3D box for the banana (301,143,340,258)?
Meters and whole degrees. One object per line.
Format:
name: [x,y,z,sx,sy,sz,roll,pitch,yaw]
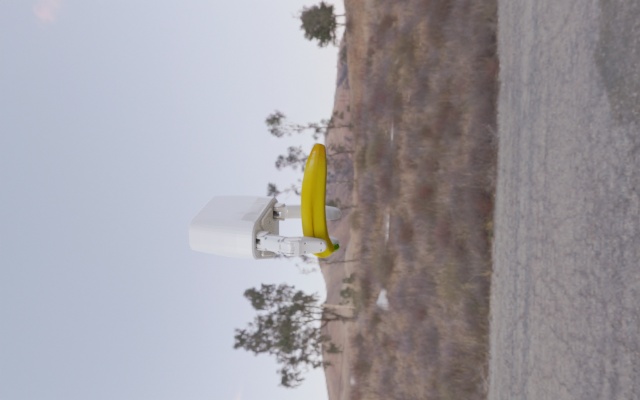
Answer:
banana: [-0.005,0.016,0.688,0.037,0.198,0.069,6,38,16]
